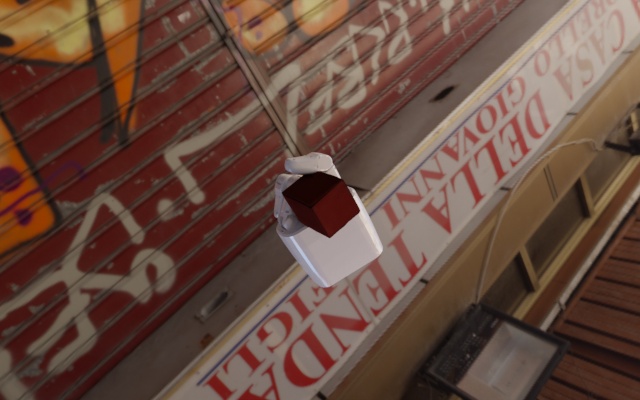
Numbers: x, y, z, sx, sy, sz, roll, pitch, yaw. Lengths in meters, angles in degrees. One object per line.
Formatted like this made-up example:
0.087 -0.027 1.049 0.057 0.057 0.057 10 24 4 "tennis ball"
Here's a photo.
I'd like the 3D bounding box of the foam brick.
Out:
0.000 0.002 0.578 0.053 0.051 0.078 -39 29 -16 "foam brick"
